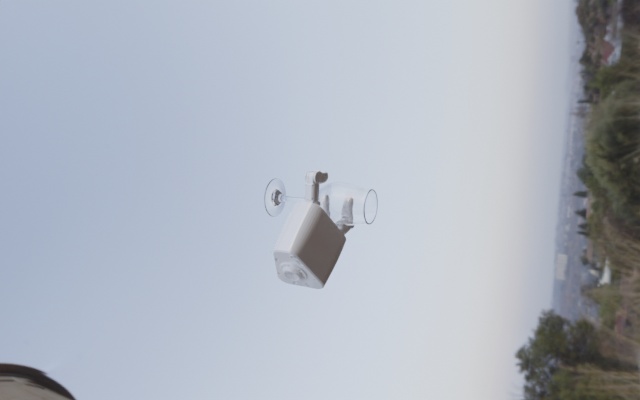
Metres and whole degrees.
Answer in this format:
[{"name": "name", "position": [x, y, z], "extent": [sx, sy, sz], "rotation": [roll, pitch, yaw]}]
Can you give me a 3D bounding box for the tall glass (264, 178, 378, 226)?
[{"name": "tall glass", "position": [0.000, 0.003, 0.872], "extent": [0.201, 0.079, 0.079], "rotation": [5, 2, 27]}]
